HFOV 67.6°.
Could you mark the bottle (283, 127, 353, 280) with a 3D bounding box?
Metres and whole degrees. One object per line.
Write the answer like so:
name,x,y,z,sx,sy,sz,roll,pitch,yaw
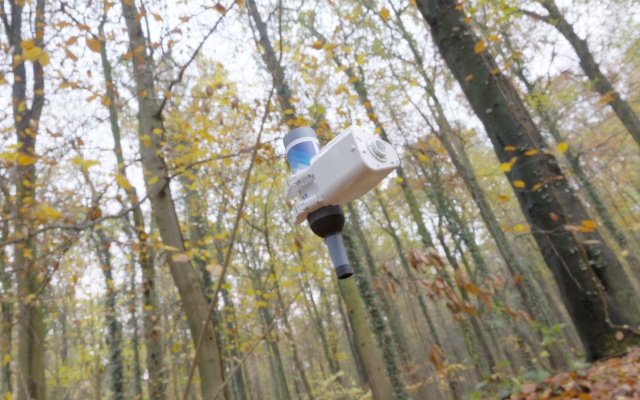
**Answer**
bottle,0.000,0.003,0.869,0.069,0.295,0.069,-15,-26,-7
